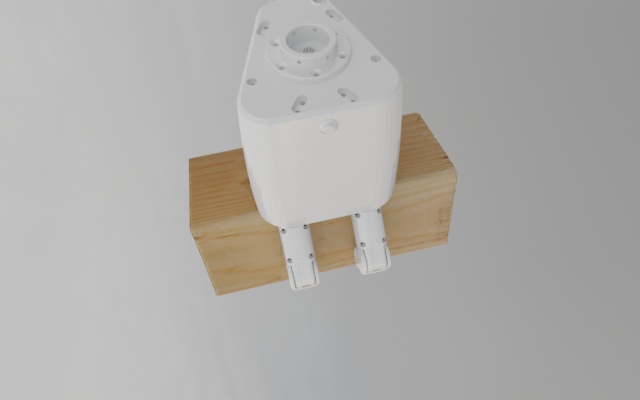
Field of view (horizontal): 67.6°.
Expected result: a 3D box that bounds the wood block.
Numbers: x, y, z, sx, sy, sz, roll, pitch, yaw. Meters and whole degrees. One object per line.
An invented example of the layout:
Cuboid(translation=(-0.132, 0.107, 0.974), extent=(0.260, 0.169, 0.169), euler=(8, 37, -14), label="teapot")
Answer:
Cuboid(translation=(0.000, 0.001, 0.417), extent=(0.206, 0.090, 0.090), euler=(-12, 44, -5), label="wood block")
